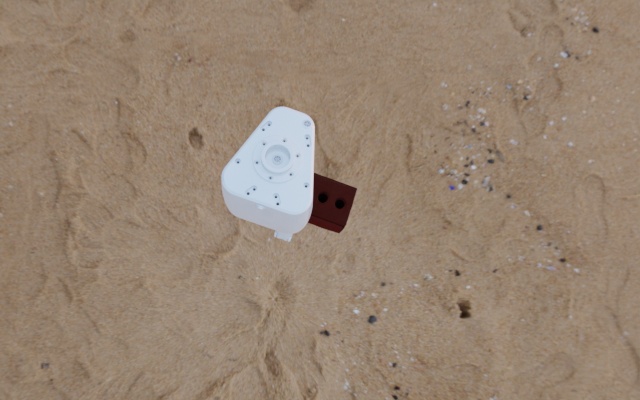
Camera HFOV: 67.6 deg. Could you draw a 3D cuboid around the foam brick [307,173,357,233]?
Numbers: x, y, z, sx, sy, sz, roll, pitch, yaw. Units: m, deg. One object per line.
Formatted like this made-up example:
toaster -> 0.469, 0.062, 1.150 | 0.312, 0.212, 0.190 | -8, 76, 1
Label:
foam brick -> 0.000, 0.002, 0.600 | 0.078, 0.053, 0.051 | 19, -15, -2
